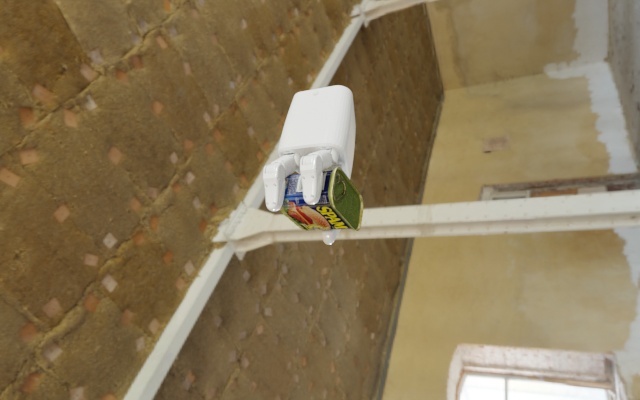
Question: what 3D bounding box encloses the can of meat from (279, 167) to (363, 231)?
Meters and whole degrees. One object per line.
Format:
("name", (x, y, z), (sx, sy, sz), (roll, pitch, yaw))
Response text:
("can of meat", (0.000, 0.002, 0.643), (0.084, 0.057, 0.102), (-4, -28, 26))
